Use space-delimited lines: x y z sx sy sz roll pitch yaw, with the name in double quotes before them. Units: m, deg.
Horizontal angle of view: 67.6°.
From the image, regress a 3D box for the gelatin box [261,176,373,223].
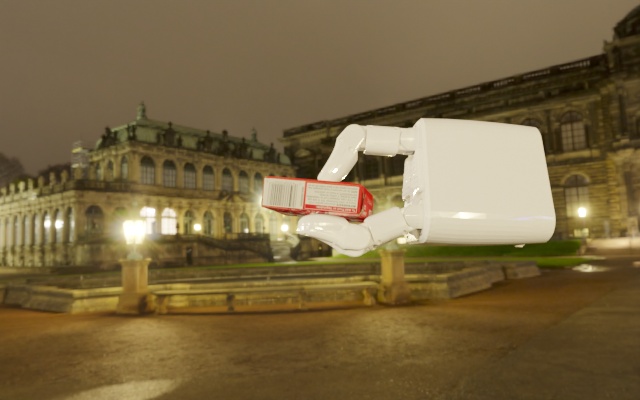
"gelatin box" 0.000 0.001 0.432 0.089 0.030 0.073 5 -6 13
